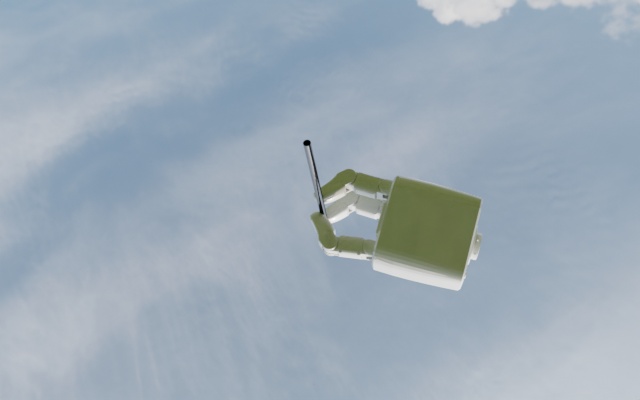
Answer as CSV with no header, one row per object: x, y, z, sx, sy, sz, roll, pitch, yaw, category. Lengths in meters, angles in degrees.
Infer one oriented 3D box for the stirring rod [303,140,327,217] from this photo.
0.000,0.002,0.580,0.011,0.011,0.240,0,-30,7,stirring rod
